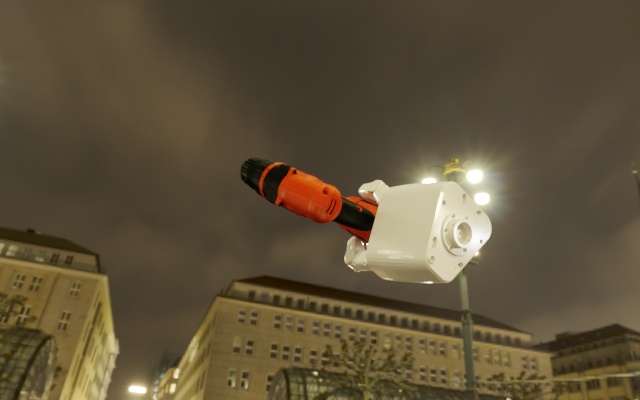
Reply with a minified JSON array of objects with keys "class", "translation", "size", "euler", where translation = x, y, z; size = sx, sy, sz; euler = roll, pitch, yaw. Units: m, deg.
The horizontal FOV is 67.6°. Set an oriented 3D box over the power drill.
[{"class":"power drill","translation":[0.001,0.002,0.641],"size":[0.188,0.057,0.184],"euler":[21,4,-43]}]
